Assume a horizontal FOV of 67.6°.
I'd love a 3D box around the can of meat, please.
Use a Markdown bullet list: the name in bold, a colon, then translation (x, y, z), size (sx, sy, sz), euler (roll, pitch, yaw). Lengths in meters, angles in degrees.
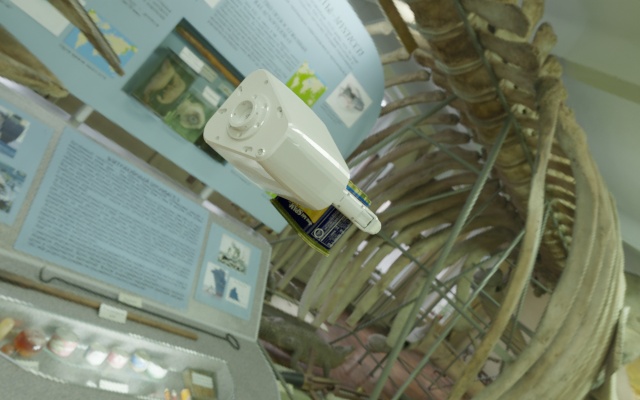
- **can of meat**: translation (0.000, 0.002, 0.570), size (0.057, 0.084, 0.102), euler (38, 4, -46)
